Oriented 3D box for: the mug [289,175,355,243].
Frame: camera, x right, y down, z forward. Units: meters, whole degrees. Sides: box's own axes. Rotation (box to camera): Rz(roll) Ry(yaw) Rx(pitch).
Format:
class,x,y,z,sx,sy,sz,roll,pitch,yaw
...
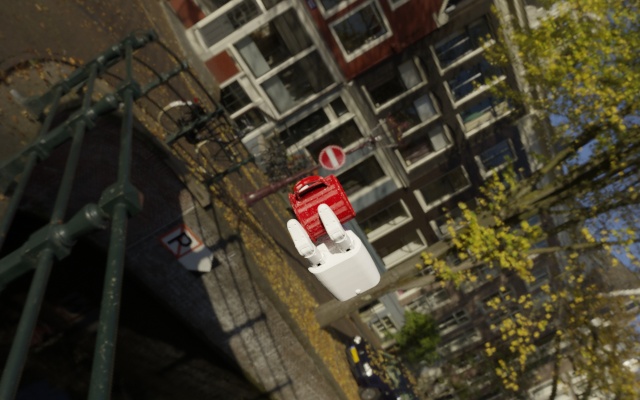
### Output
class,x,y,z,sx,sy,sz,roll,pitch,yaw
mug,0.000,0.002,0.781,0.081,0.117,0.093,-28,42,5
